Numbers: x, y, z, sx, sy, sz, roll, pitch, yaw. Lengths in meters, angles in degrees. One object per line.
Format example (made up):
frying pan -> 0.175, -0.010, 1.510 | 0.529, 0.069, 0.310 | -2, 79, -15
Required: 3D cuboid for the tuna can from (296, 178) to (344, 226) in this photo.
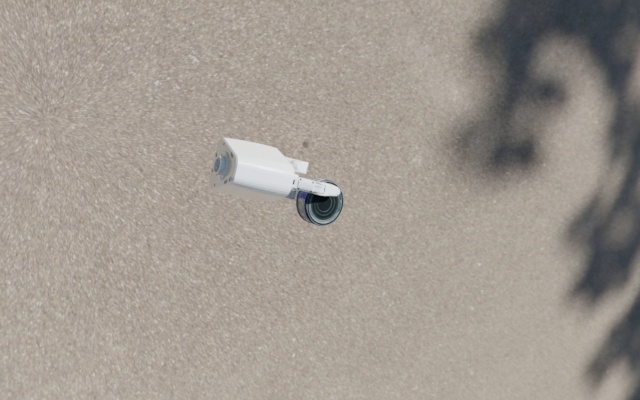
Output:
tuna can -> 0.001, 0.003, 0.872 | 0.086, 0.086, 0.033 | 0, 9, -35
